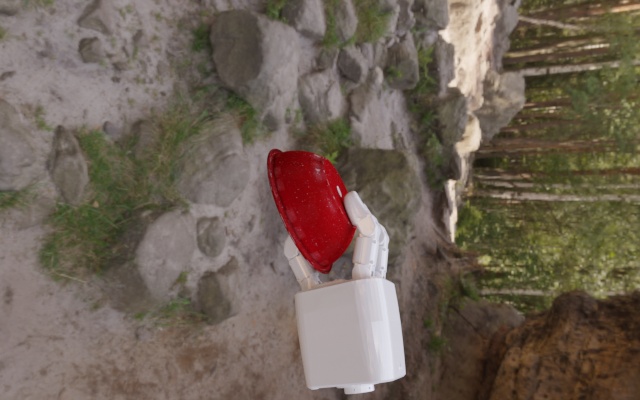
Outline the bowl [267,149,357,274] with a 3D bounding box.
[{"bbox_3d":[0.000,0.000,0.566,0.055,0.162,0.162,-25,-6,13],"label":"bowl"}]
